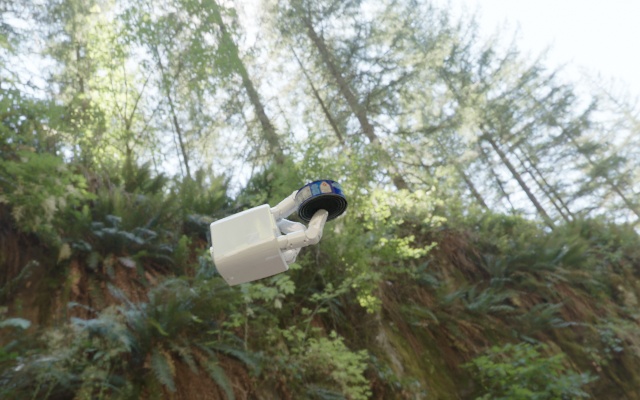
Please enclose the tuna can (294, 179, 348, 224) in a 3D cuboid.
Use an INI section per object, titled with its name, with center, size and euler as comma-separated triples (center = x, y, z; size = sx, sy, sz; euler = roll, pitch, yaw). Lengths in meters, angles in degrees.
[tuna can]
center = 0.000, 0.002, 0.800
size = 0.086, 0.033, 0.086
euler = -11, -33, -7
